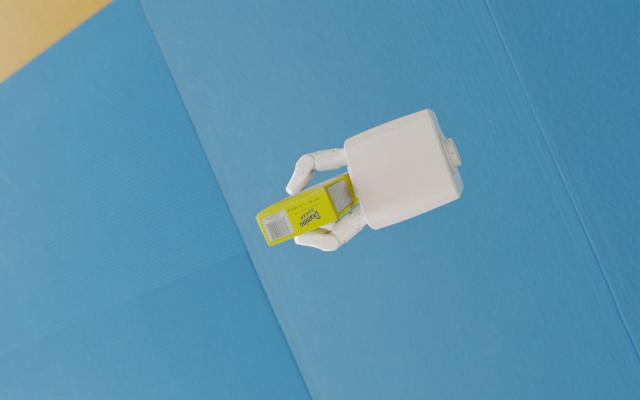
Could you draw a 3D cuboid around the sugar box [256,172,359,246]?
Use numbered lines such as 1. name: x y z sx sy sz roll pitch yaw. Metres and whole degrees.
1. sugar box: 0.000 0.002 0.599 0.093 0.048 0.176 -22 1 22
